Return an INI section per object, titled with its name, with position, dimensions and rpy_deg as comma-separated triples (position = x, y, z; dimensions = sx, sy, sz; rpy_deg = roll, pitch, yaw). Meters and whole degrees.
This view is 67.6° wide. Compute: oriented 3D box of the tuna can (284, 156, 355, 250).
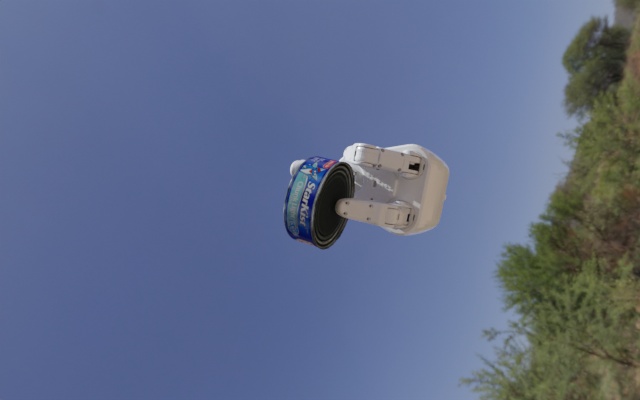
[tuna can]
position = 0.000, 0.001, 0.459
dimensions = 0.034, 0.086, 0.086
rpy_deg = 16, 6, 25
